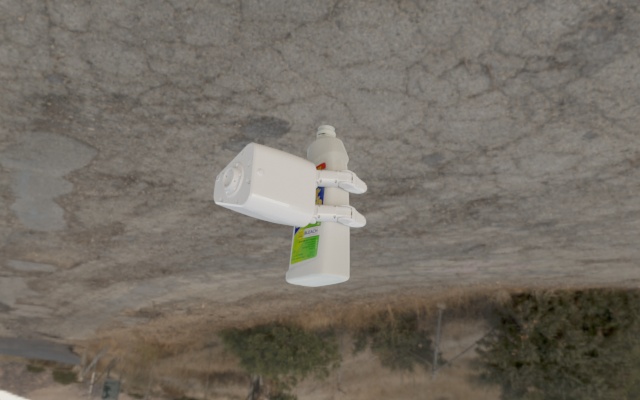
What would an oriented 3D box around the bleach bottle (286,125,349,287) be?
[{"bbox_3d":[0.000,0.002,0.750,0.068,0.250,0.102,17,-25,-36],"label":"bleach bottle"}]
